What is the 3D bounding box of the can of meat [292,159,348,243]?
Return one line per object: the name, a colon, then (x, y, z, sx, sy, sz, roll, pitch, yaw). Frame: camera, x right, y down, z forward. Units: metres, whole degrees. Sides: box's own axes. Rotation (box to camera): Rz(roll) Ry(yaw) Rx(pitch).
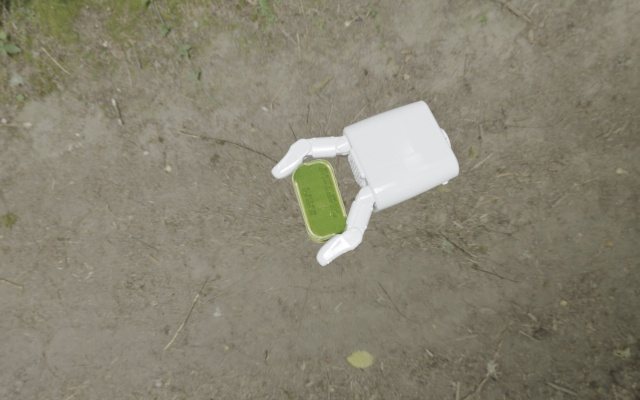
can of meat: (0.000, 0.002, 0.606, 0.057, 0.102, 0.084, -17, -4, -1)
